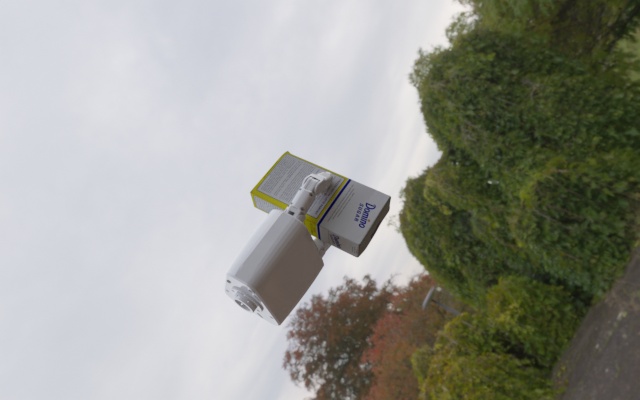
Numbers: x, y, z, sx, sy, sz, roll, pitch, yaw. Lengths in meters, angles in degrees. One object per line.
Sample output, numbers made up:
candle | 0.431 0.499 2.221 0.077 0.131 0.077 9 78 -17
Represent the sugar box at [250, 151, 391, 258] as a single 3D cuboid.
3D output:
sugar box | 0.000 0.003 0.674 0.176 0.093 0.048 27 -29 18
